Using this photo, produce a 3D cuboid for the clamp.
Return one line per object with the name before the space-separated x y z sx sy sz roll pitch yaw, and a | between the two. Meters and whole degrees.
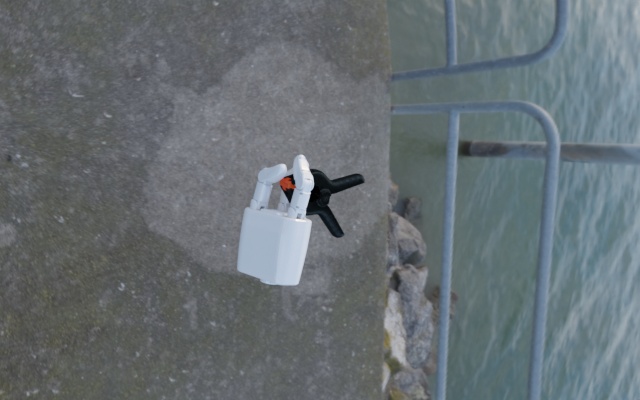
clamp | 0.000 0.003 0.813 0.171 0.120 0.039 8 4 -38
